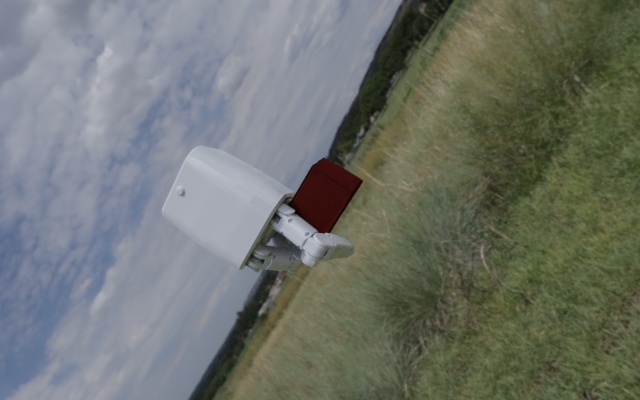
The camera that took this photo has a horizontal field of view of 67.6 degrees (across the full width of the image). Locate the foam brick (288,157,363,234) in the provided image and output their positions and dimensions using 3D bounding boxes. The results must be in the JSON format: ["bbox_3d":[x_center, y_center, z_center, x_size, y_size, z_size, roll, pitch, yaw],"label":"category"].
[{"bbox_3d":[0.000,0.001,0.509,0.051,0.078,0.053,34,21,5],"label":"foam brick"}]
